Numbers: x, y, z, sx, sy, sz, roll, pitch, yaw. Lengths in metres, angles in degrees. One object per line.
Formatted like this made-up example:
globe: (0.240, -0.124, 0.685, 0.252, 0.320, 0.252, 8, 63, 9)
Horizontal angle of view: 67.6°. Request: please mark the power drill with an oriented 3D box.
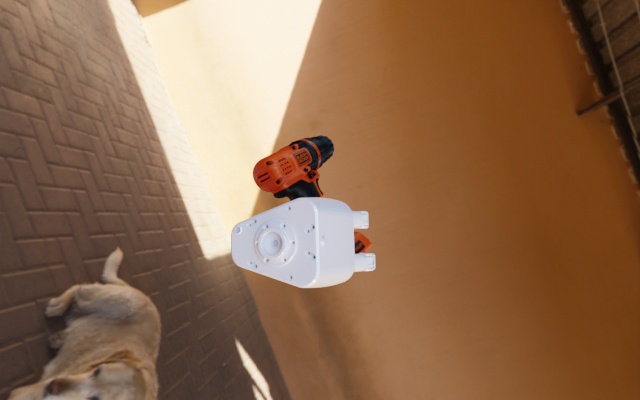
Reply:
power drill: (0.000, 0.003, 0.678, 0.057, 0.187, 0.184, -27, 4, 35)
